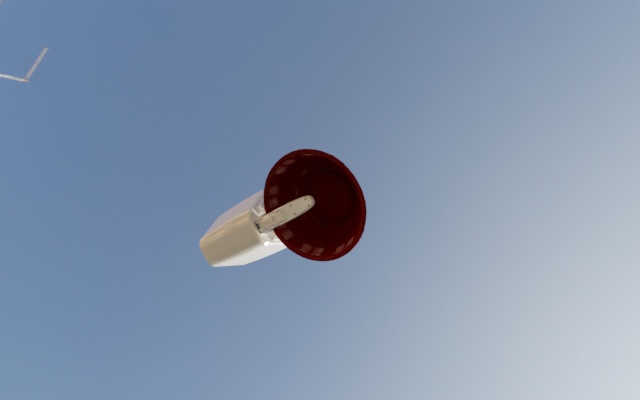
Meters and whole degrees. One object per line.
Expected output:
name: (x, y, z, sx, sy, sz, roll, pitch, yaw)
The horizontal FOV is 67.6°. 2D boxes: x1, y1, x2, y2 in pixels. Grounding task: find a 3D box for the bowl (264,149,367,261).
bowl: (0.001, 0.002, 0.681, 0.162, 0.162, 0.055, 0, 15, 29)
